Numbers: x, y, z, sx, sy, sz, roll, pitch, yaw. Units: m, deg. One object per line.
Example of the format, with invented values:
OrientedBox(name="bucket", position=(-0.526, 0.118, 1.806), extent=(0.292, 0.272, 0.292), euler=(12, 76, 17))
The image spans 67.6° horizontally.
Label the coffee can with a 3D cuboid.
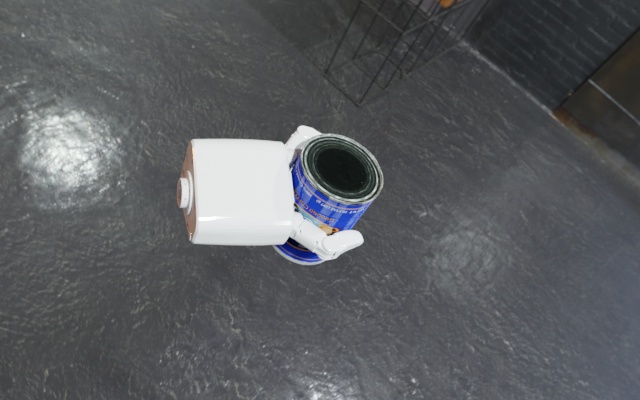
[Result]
OrientedBox(name="coffee can", position=(0.000, 0.002, 0.591), extent=(0.103, 0.102, 0.140), euler=(0, -35, -26))
